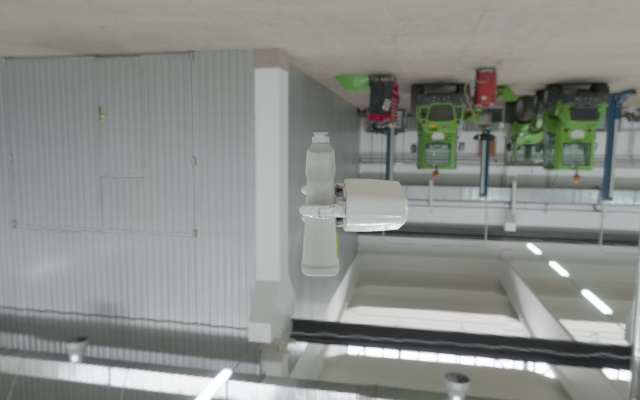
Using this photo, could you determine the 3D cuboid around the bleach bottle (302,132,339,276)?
[{"bbox_3d":[0.000,0.003,0.865,0.068,0.251,0.102,0,6,0],"label":"bleach bottle"}]
